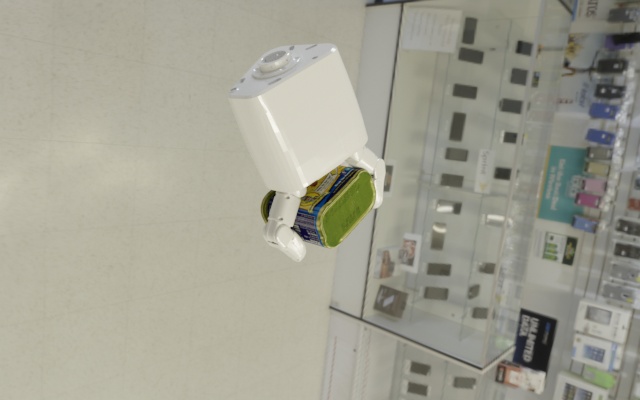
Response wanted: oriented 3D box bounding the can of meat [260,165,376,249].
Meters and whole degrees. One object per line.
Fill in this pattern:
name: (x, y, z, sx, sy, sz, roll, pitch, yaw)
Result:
can of meat: (0.000, 0.002, 0.525, 0.084, 0.057, 0.102, 12, 45, 39)
